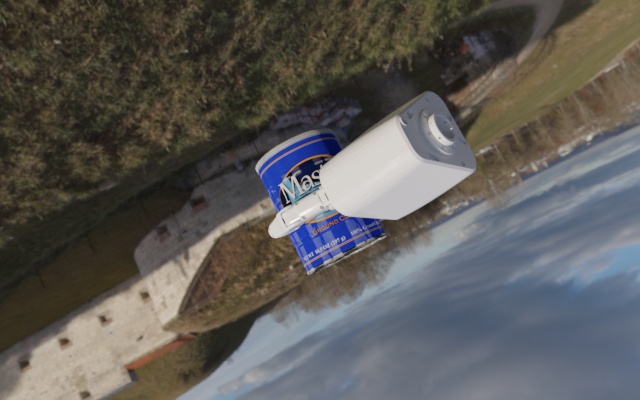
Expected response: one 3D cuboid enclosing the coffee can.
[{"bbox_3d":[0.000,0.002,0.558,0.103,0.140,0.103,-26,-9,-5],"label":"coffee can"}]
